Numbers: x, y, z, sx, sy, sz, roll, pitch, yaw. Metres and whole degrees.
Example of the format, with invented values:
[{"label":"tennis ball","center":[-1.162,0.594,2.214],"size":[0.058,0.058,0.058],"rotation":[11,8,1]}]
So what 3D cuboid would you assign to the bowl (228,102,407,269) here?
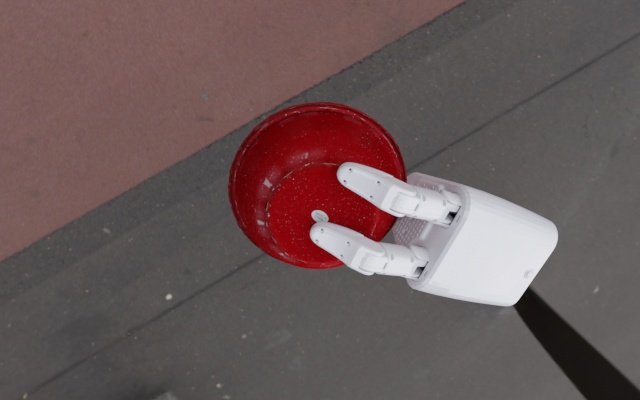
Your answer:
[{"label":"bowl","center":[-0.001,0.001,0.408],"size":[0.162,0.162,0.055],"rotation":[0,24,-4]}]
